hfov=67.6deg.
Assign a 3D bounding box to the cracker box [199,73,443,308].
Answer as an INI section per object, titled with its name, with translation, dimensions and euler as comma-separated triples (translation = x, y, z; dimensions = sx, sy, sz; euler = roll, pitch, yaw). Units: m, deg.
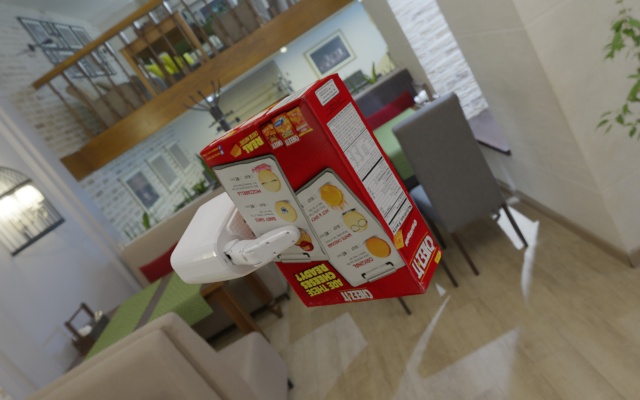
[cracker box]
translation = 0.000, 0.002, 0.486
dimensions = 0.164, 0.214, 0.072
euler = -18, 22, 43
